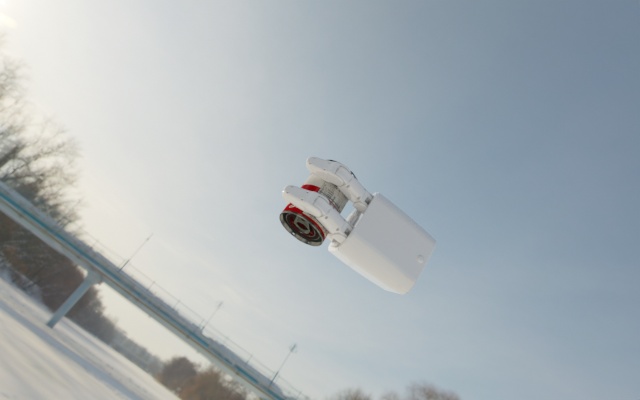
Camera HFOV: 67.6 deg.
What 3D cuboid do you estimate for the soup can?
[{"bbox_3d":[0.000,0.002,0.651,0.068,0.102,0.068,27,-28,16],"label":"soup can"}]
